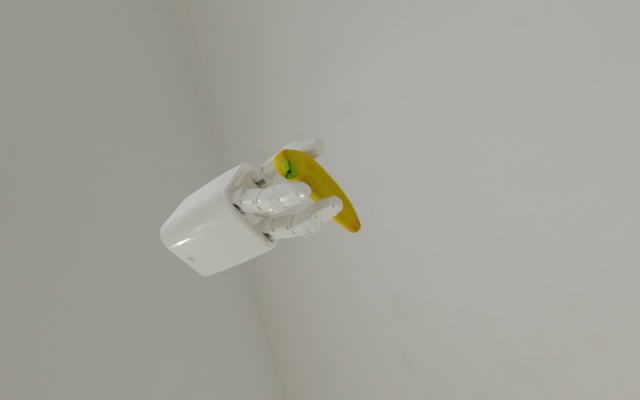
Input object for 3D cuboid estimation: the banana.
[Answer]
[{"bbox_3d":[-0.006,-0.015,0.578,0.037,0.069,0.198,-27,-30,17],"label":"banana"}]
